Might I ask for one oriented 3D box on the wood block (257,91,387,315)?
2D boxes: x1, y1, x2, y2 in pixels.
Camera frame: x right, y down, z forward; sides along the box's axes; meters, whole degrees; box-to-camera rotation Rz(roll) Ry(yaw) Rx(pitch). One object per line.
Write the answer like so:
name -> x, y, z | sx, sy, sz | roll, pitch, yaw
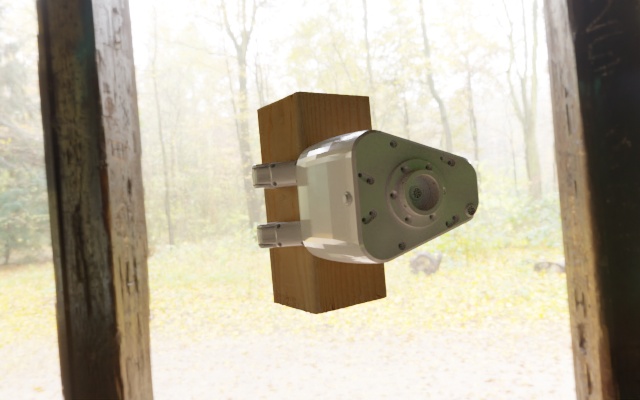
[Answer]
wood block -> 0.001, 0.001, 0.496 | 0.091, 0.206, 0.090 | -5, 0, -34
